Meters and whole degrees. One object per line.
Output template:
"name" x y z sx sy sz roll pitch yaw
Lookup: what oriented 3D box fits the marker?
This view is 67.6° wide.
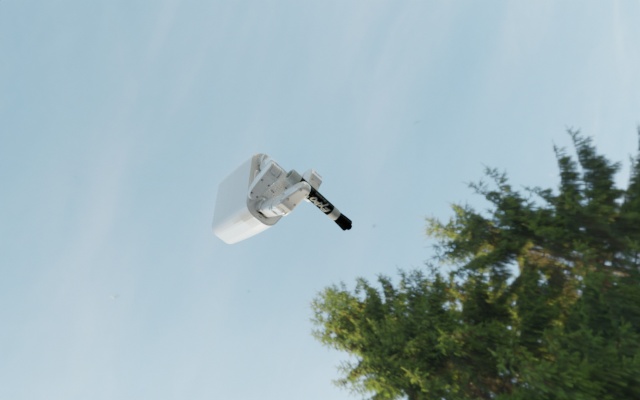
"marker" 0.000 0.002 0.656 0.121 0.020 0.020 41 -19 -22
